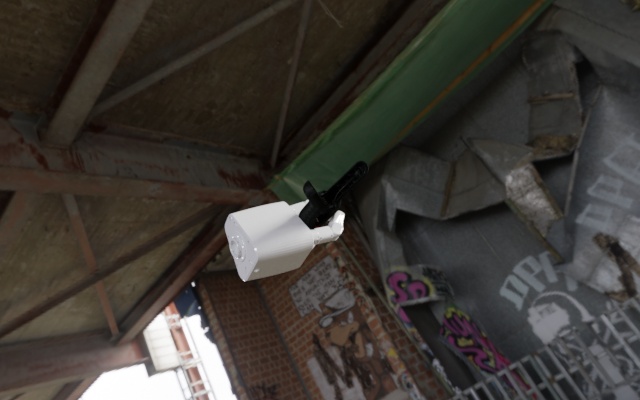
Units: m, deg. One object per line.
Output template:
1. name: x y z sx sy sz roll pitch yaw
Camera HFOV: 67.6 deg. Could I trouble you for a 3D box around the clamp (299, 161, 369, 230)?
1. clamp: 0.000 0.002 0.788 0.120 0.039 0.172 -12 -31 -35
